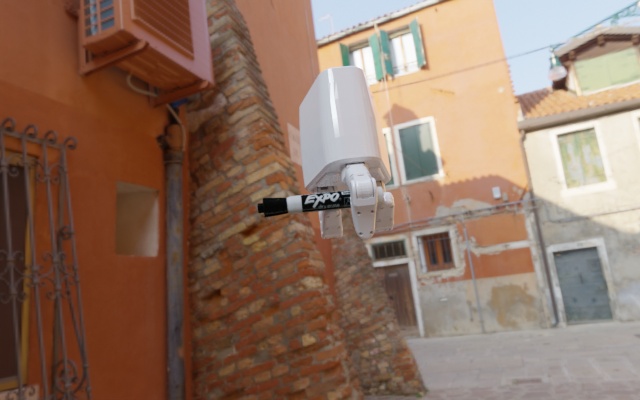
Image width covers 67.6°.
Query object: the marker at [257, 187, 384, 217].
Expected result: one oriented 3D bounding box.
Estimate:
[{"bbox_3d":[0.000,0.002,0.461,0.121,0.020,0.020,-6,0,-4],"label":"marker"}]
